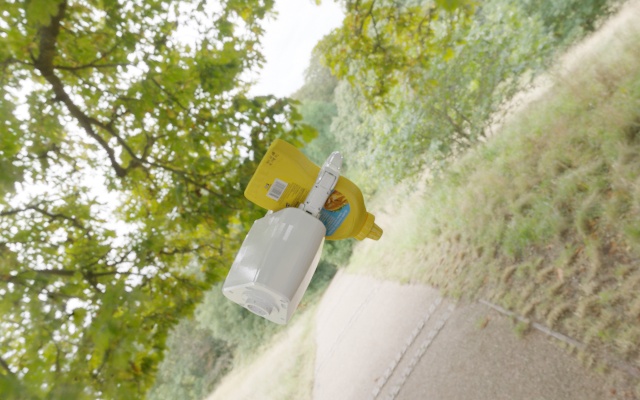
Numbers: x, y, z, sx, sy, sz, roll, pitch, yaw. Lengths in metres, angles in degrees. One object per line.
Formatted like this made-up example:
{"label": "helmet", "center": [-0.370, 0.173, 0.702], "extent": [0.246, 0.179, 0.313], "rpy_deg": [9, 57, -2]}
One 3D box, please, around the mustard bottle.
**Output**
{"label": "mustard bottle", "center": [0.000, 0.002, 0.646], "extent": [0.191, 0.096, 0.058], "rpy_deg": [30, 34, -8]}
